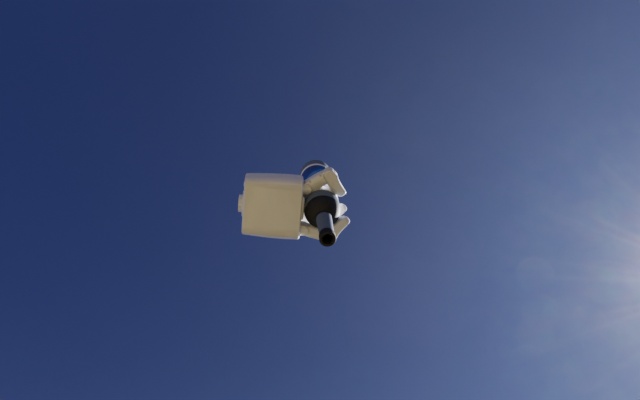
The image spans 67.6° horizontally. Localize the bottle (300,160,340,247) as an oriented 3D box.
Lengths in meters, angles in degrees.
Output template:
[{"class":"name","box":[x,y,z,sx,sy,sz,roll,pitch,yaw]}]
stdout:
[{"class":"bottle","box":[0.000,0.003,0.897,0.069,0.069,0.295,0,24,-5]}]
